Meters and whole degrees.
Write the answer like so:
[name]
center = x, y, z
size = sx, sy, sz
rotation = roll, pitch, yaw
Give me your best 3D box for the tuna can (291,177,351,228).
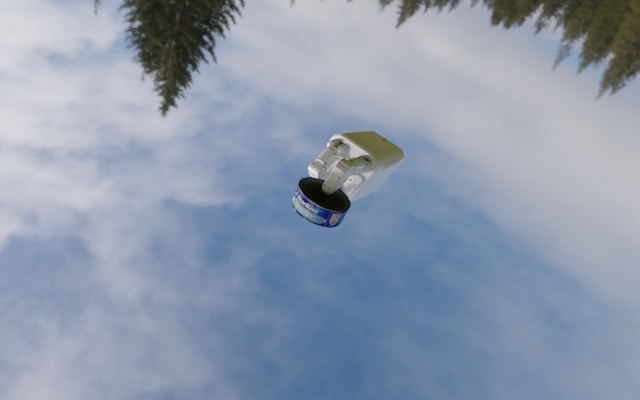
[tuna can]
center = 0.000, 0.003, 0.719
size = 0.086, 0.034, 0.086
rotation = 21, 28, -12
